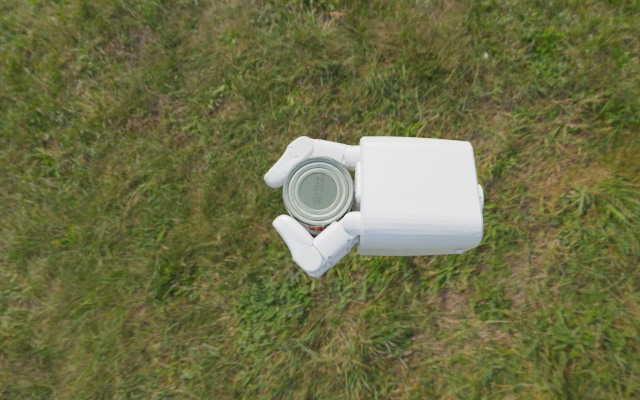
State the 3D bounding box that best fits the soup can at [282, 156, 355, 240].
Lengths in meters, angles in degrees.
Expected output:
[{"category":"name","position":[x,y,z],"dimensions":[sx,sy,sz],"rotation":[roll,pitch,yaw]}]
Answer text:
[{"category":"soup can","position":[0.000,0.001,0.479],"dimensions":[0.068,0.068,0.102],"rotation":[0,-12,2]}]
